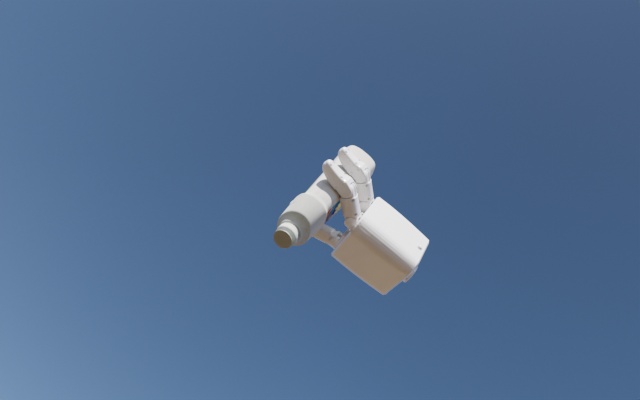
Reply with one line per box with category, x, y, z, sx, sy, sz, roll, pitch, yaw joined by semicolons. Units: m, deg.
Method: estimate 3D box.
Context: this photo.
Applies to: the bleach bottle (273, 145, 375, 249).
bleach bottle;0.000;0.002;0.724;0.068;0.103;0.250;39;37;4
